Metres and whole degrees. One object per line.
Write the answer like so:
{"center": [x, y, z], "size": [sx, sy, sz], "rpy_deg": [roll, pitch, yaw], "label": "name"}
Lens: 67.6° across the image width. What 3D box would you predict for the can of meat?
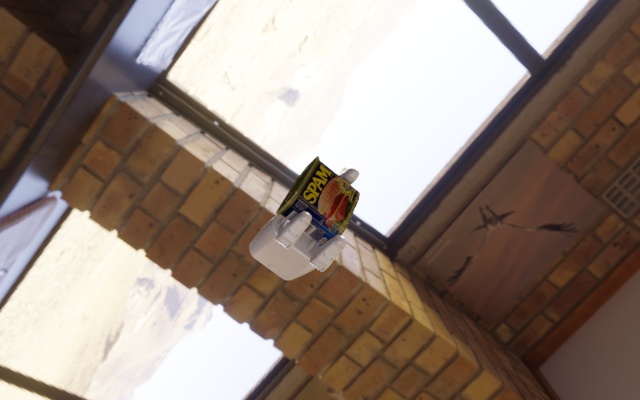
{"center": [0.000, 0.002, 0.659], "size": [0.084, 0.102, 0.057], "rpy_deg": [38, -42, -10], "label": "can of meat"}
